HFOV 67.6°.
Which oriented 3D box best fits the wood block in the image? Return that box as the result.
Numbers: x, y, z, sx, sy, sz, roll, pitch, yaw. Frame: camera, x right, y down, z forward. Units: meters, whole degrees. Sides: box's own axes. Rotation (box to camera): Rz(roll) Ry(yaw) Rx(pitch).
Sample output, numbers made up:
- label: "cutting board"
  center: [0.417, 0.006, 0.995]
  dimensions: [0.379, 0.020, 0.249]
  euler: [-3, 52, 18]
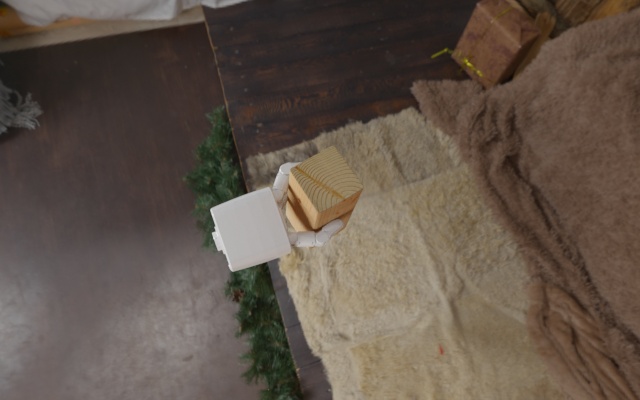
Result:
- label: "wood block"
  center: [0.000, 0.003, 0.854]
  dimensions: [0.090, 0.090, 0.206]
  euler: [-30, -16, -16]
